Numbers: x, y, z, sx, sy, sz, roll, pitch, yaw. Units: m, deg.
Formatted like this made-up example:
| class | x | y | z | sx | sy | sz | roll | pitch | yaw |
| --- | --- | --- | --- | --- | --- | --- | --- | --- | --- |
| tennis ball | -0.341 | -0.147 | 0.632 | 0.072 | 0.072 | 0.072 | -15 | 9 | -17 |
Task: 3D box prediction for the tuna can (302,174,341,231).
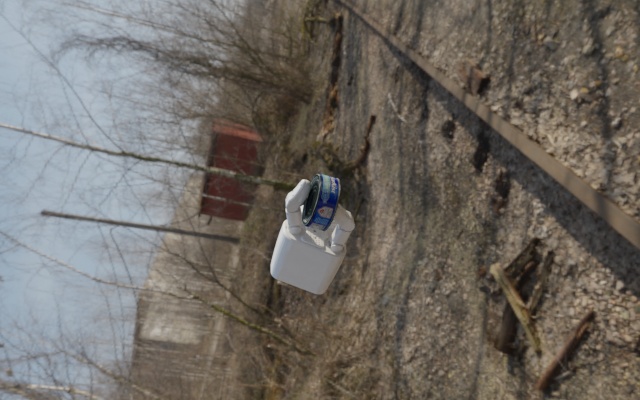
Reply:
| class | x | y | z | sx | sy | sz | roll | pitch | yaw |
| --- | --- | --- | --- | --- | --- | --- | --- | --- | --- |
| tuna can | 0.000 | 0.002 | 0.741 | 0.034 | 0.086 | 0.086 | 15 | -4 | -14 |
